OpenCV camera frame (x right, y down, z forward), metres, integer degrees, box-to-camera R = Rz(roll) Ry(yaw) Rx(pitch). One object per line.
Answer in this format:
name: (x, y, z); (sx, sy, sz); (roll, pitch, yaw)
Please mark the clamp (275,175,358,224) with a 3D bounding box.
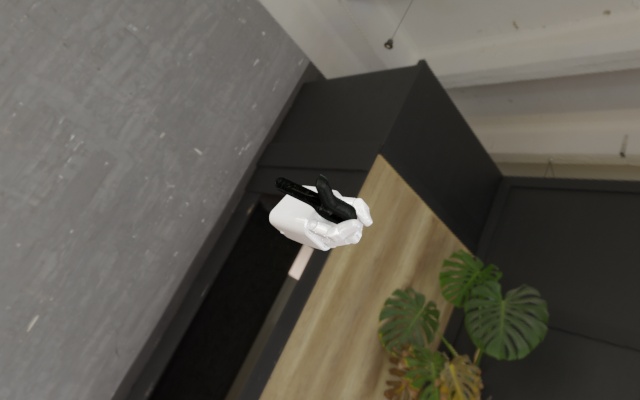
clamp: (0.001, 0.002, 0.848); (0.120, 0.039, 0.171); (12, -23, 41)
